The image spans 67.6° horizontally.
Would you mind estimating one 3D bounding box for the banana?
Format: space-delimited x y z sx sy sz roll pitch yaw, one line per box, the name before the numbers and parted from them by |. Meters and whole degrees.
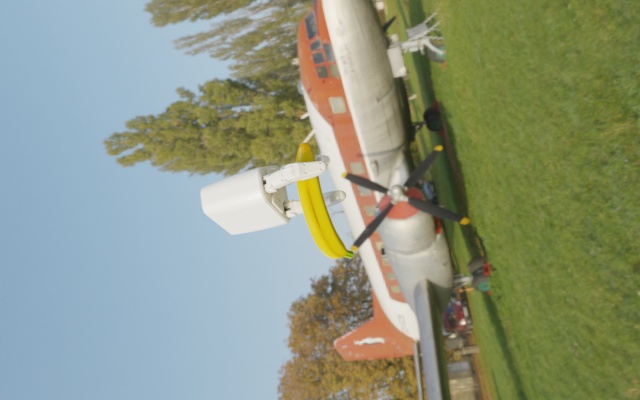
banana | -0.004 0.010 0.725 0.037 0.198 0.069 -18 8 19
